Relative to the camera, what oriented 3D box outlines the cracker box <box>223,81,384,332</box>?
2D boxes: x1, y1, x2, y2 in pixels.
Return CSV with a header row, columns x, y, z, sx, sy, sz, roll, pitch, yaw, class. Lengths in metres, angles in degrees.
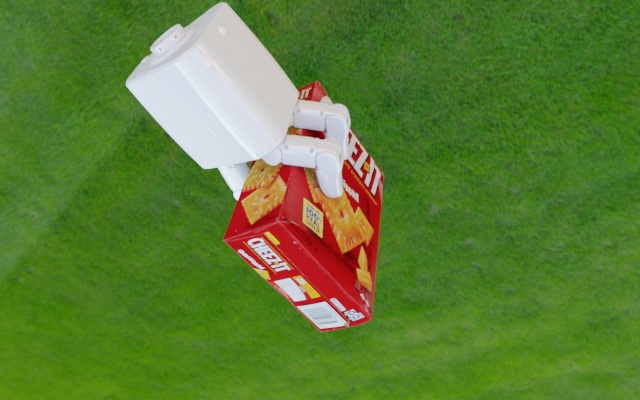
x,y,z,sx,sy,sz,roll,pitch,yaw,class
0.000,0.002,0.506,0.072,0.213,0.164,-18,-51,28,cracker box
